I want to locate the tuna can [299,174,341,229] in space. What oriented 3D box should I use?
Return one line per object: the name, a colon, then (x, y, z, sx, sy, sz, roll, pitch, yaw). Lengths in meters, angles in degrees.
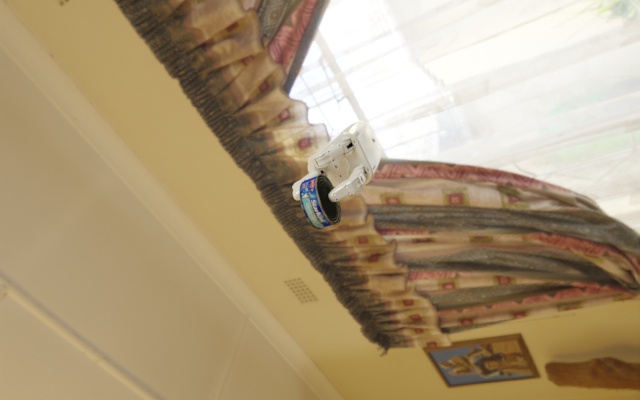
tuna can: (0.000, 0.003, 0.773, 0.034, 0.086, 0.086, -19, -7, 21)
